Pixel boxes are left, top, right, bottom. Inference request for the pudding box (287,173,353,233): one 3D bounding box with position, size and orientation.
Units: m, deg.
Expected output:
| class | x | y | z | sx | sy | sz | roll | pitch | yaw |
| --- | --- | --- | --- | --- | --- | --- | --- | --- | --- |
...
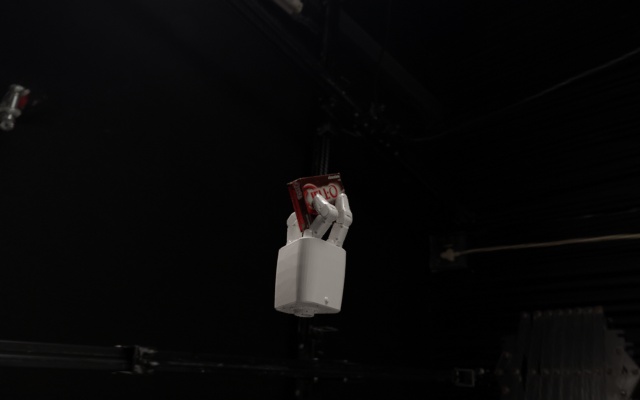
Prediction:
| class | x | y | z | sx | sy | sz | roll | pitch | yaw |
| --- | --- | --- | --- | --- | --- | --- | --- | --- | --- |
| pudding box | 0.000 | 0.003 | 0.845 | 0.039 | 0.090 | 0.113 | -18 | -4 | 39 |
